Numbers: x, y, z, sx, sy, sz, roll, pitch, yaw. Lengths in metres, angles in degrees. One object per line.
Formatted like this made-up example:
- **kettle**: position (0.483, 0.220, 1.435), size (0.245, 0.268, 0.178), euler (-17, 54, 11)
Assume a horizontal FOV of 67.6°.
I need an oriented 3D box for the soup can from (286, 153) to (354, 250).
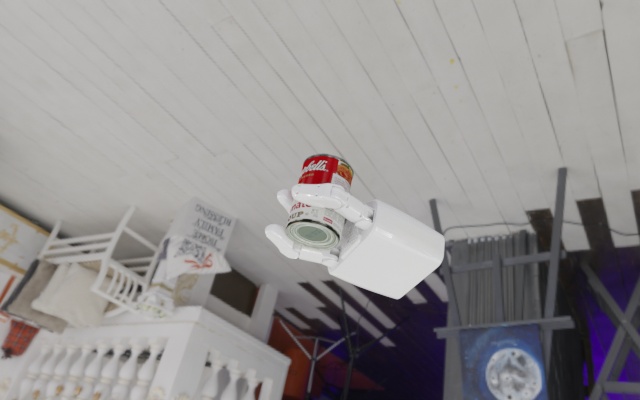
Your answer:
- **soup can**: position (0.000, 0.002, 0.595), size (0.068, 0.102, 0.069), euler (10, -33, 6)
